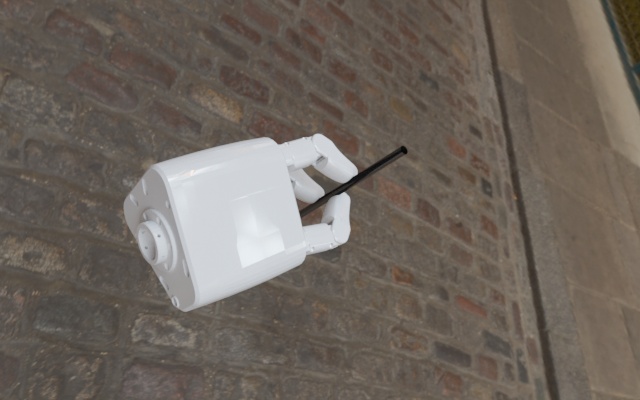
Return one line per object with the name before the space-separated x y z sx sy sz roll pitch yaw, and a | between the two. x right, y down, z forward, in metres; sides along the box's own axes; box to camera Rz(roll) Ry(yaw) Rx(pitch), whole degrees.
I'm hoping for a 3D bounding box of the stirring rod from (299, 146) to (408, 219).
stirring rod | 0.000 0.002 0.487 0.011 0.011 0.239 0 -21 -39
